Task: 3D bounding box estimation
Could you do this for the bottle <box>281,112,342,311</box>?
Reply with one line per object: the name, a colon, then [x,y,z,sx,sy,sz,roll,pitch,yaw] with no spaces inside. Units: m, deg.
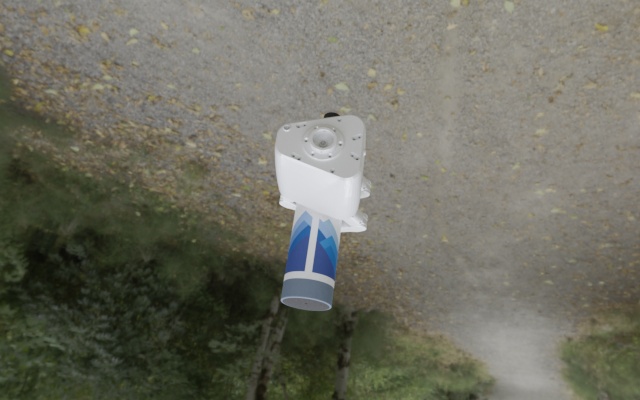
bottle: [0.000,0.002,0.678,0.069,0.295,0.069,7,-25,3]
